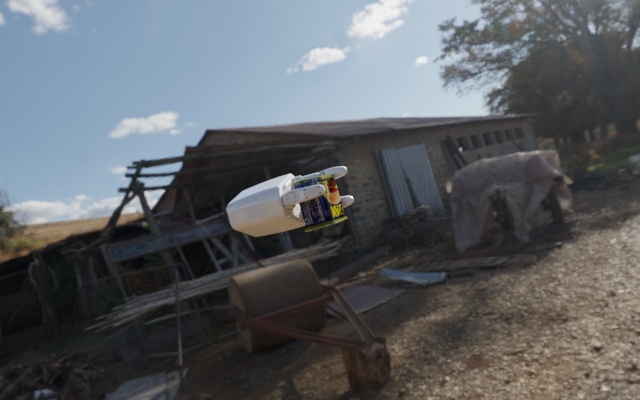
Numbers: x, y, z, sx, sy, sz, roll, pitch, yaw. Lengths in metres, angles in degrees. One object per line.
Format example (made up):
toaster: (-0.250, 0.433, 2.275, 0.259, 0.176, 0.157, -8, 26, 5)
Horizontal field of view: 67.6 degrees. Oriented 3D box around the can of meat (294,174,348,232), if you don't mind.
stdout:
can of meat: (0.000, 0.002, 0.819, 0.057, 0.084, 0.102, -16, -1, 19)
